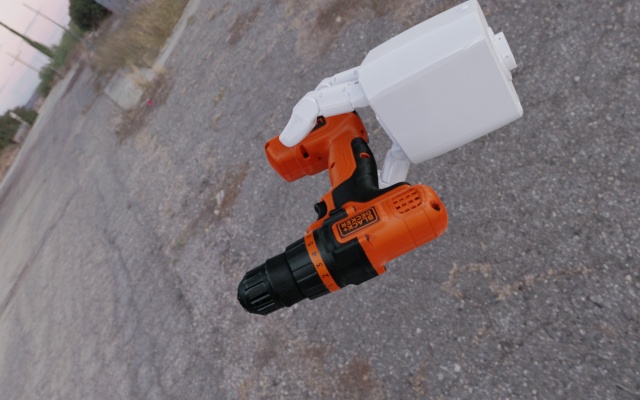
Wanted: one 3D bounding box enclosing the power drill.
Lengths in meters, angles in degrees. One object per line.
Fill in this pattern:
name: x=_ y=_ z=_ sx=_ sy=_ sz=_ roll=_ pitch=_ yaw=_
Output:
power drill: x=0.000 y=0.001 z=0.440 sx=0.184 sy=0.187 sz=0.057 roll=-25 pitch=-46 yaw=5
